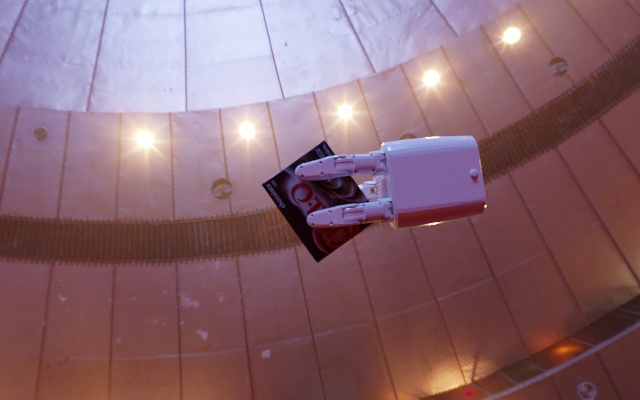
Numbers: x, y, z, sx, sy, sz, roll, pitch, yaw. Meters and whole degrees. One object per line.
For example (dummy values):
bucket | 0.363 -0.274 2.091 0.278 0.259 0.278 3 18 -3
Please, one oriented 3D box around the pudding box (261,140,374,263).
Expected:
pudding box | 0.000 0.002 0.558 0.090 0.113 0.039 -36 -2 -4
